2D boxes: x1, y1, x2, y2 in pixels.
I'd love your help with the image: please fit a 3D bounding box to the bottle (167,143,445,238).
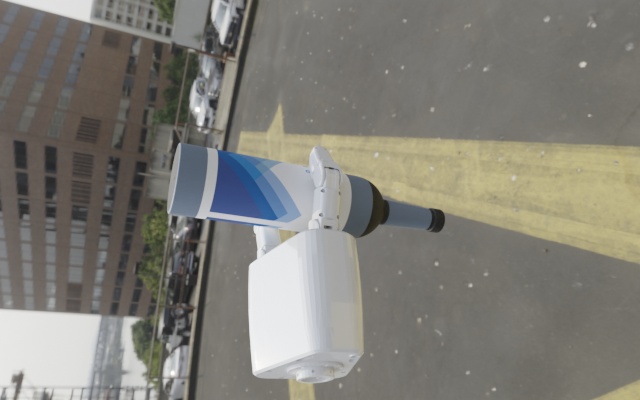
[{"bbox_3d":[0.000,0.001,0.492,0.296,0.069,0.069,9,-4,-22],"label":"bottle"}]
